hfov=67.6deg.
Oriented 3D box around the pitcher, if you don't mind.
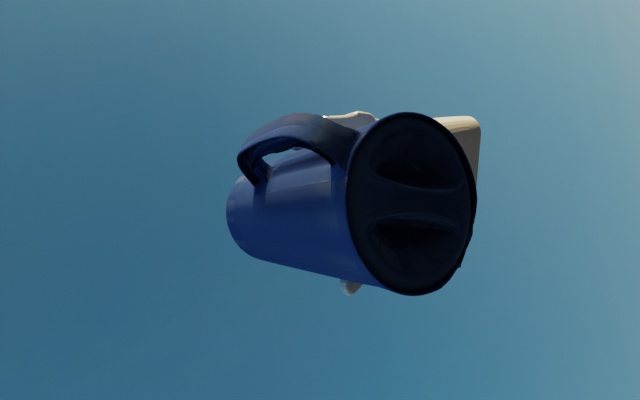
[{"bbox_3d":[0.000,0.001,0.435,0.145,0.149,0.243,-17,7,-34],"label":"pitcher"}]
